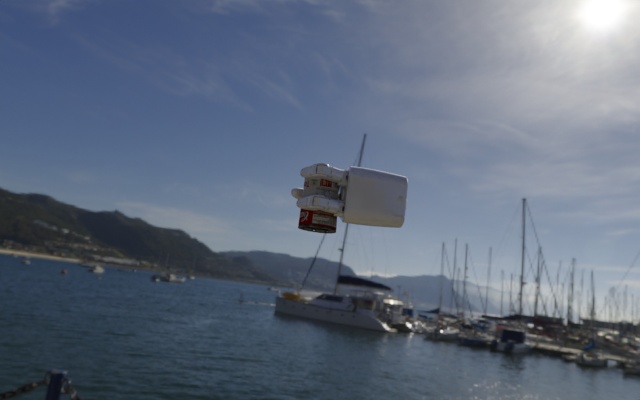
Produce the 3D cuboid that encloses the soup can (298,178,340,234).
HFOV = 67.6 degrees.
[{"bbox_3d":[0.000,0.002,0.846,0.068,0.102,0.068,7,-11,1],"label":"soup can"}]
